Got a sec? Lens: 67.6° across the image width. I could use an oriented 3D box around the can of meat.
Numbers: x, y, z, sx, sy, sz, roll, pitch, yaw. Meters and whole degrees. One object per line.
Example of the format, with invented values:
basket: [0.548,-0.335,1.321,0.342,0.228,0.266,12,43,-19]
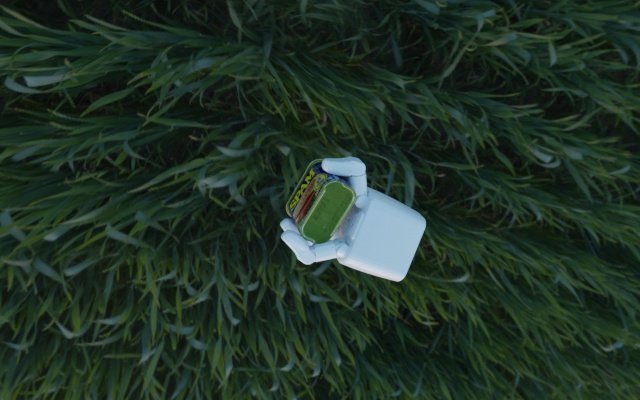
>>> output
can of meat: [0.000,0.002,0.688,0.057,0.102,0.084,25,15,-24]
